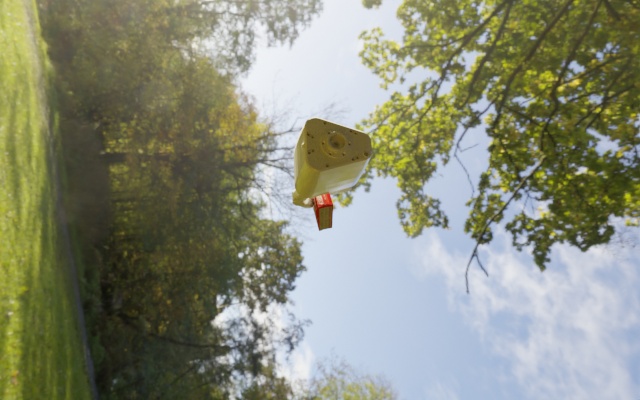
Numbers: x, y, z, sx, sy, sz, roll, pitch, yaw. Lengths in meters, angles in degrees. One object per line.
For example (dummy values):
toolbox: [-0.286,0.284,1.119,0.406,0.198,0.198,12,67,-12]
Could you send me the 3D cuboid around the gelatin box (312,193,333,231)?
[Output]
gelatin box: [0.001,0.003,0.879,0.030,0.073,0.089,-13,-30,-6]
